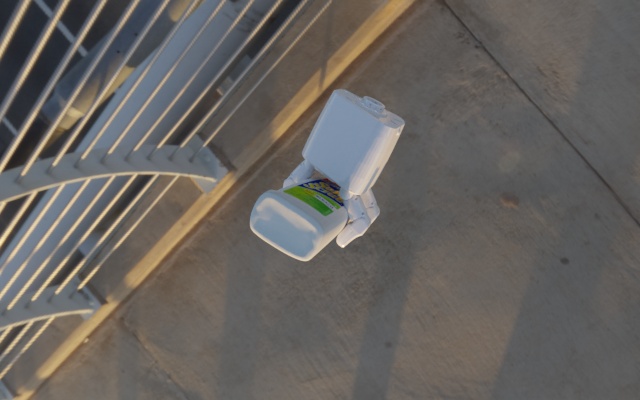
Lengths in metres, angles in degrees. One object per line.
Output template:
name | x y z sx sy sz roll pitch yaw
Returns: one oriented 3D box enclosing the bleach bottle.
bleach bottle | 0.000 0.002 0.703 0.102 0.068 0.250 31 24 10
